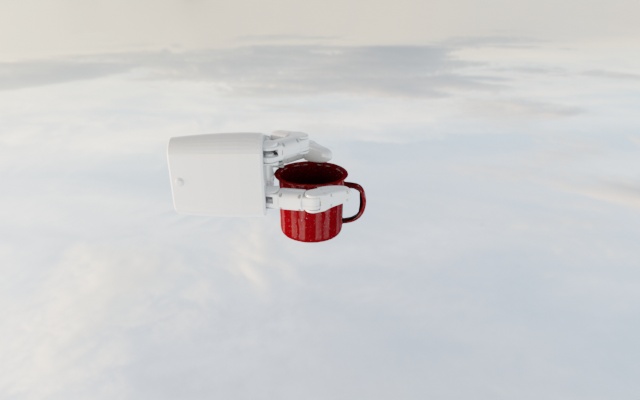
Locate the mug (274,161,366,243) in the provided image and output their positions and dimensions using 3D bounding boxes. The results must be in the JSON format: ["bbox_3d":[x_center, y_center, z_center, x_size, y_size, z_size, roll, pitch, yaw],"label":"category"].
[{"bbox_3d":[0.002,0.002,0.615,0.117,0.081,0.093,1,23,2],"label":"mug"}]
